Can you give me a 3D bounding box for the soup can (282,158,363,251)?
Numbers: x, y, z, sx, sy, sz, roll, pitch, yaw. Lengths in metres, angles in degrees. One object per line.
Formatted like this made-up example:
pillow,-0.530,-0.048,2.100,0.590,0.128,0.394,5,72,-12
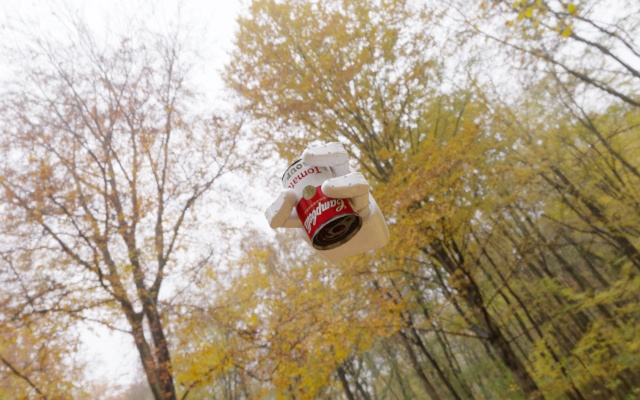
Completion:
soup can,0.000,0.002,0.599,0.068,0.102,0.069,-20,-33,-14
